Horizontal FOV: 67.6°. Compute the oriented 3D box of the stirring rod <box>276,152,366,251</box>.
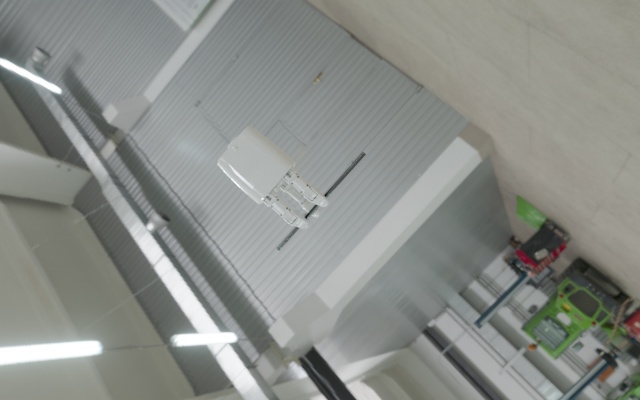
[{"bbox_3d":[0.000,0.003,0.879,0.011,0.239,0.011,41,7,-6],"label":"stirring rod"}]
